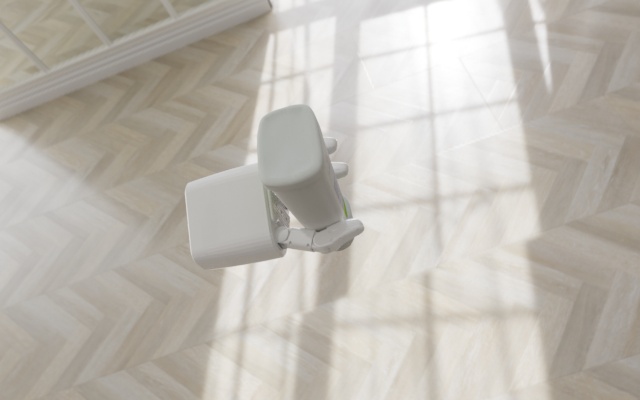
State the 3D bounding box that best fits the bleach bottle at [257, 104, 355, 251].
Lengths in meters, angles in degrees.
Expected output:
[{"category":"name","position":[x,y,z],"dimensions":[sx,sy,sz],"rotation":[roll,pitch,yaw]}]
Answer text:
[{"category":"bleach bottle","position":[0.000,0.002,0.574],"dimensions":[0.068,0.102,0.251],"rotation":[-14,-33,10]}]
